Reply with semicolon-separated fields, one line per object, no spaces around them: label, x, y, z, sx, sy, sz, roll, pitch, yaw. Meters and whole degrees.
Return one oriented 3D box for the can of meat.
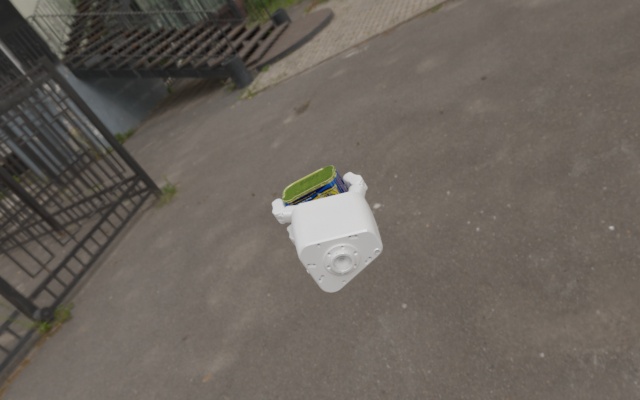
can of meat;0.000;0.002;0.770;0.102;0.084;0.057;-27;28;11
